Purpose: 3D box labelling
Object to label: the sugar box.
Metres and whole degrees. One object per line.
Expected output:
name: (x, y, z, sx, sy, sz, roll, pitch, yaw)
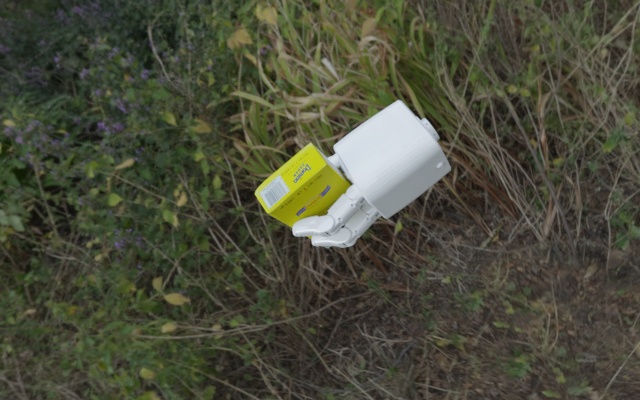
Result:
sugar box: (0.000, 0.002, 0.626, 0.093, 0.048, 0.176, -39, -33, 9)
